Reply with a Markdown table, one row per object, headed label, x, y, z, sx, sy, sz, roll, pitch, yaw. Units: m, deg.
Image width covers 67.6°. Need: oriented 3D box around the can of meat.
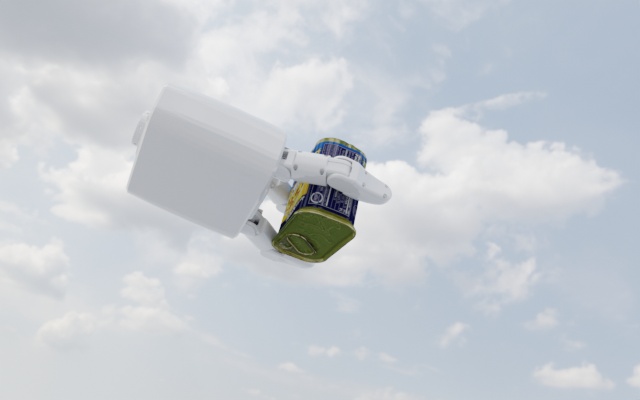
| label | x | y | z | sx | sy | sz | roll | pitch | yaw |
| --- | --- | --- | --- | --- | --- | --- | --- | --- | --- |
| can of meat | 0.000 | 0.001 | 0.455 | 0.057 | 0.084 | 0.102 | 22 | -31 | -13 |
